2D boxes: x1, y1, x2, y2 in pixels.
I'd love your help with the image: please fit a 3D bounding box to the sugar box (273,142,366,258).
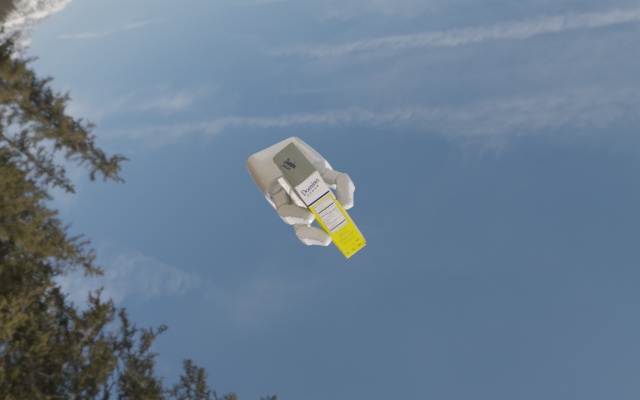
[{"bbox_3d":[0.000,0.003,0.714,0.176,0.048,0.093,51,0,-40],"label":"sugar box"}]
